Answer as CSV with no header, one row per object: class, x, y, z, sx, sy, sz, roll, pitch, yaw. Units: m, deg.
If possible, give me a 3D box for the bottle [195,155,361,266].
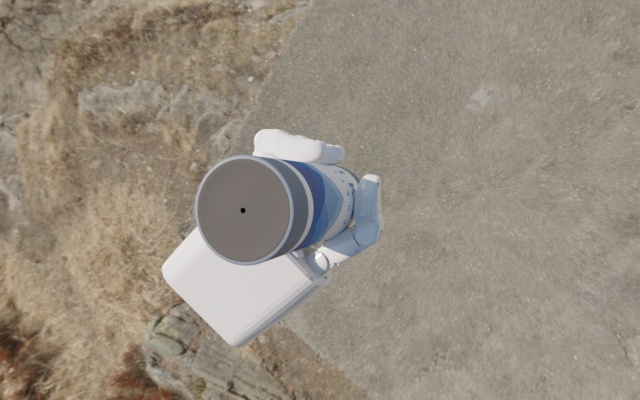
bottle,0.000,0.001,0.423,0.069,0.069,0.295,0,2,18
